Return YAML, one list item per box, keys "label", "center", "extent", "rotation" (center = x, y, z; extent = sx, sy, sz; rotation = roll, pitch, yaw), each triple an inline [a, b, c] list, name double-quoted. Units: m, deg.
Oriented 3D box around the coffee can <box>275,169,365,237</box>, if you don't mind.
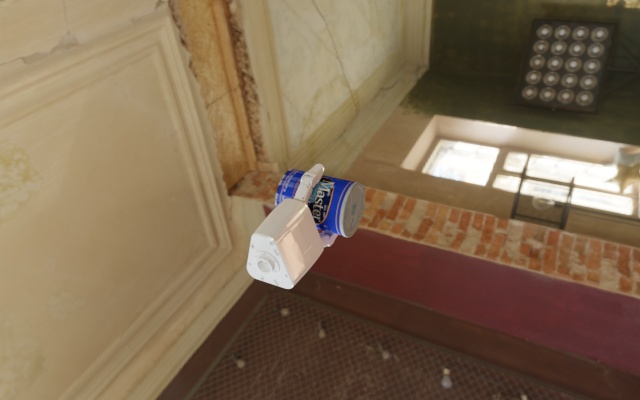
- label: "coffee can"
  center: [0.000, 0.003, 0.895]
  extent: [0.140, 0.103, 0.103]
  rotation: [13, 5, 24]
